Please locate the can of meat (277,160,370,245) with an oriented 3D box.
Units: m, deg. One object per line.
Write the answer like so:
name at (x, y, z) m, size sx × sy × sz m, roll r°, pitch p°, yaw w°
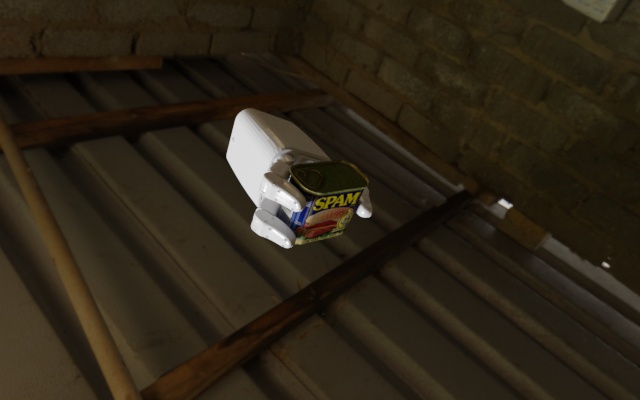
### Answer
can of meat at (0.000, 0.002, 0.595) m, size 0.102 × 0.084 × 0.057 m, roll -9°, pitch 44°, yaw -38°
